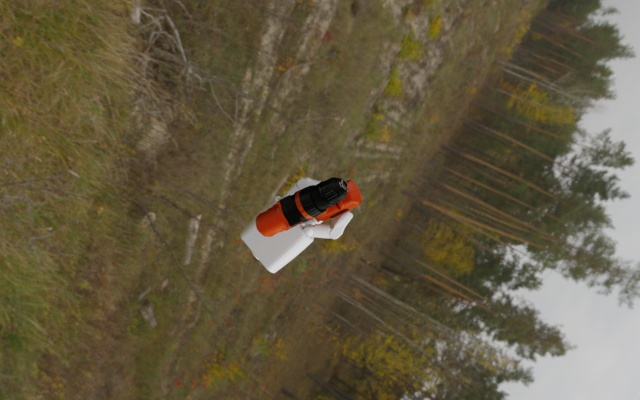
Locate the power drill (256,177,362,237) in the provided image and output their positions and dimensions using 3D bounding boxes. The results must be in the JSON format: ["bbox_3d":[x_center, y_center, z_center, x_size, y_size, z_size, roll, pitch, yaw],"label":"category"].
[{"bbox_3d":[0.000,0.003,0.848,0.184,0.057,0.187,-25,-8,29],"label":"power drill"}]
